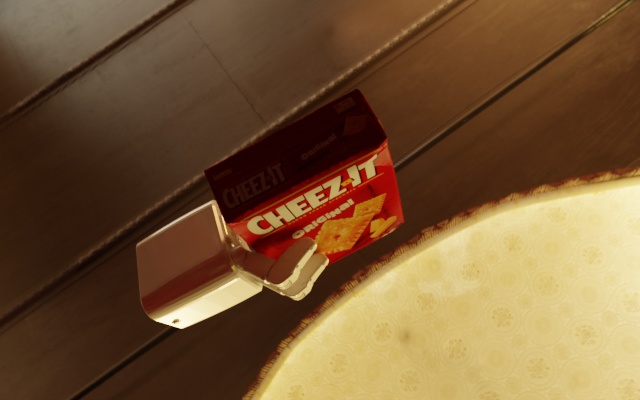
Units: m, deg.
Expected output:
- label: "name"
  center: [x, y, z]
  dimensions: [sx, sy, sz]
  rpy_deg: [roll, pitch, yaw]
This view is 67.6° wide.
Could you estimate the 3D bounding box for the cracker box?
- label: "cracker box"
  center: [0.000, 0.002, 0.517]
  dimensions: [0.164, 0.072, 0.214]
  rpy_deg: [-29, -27, 1]
